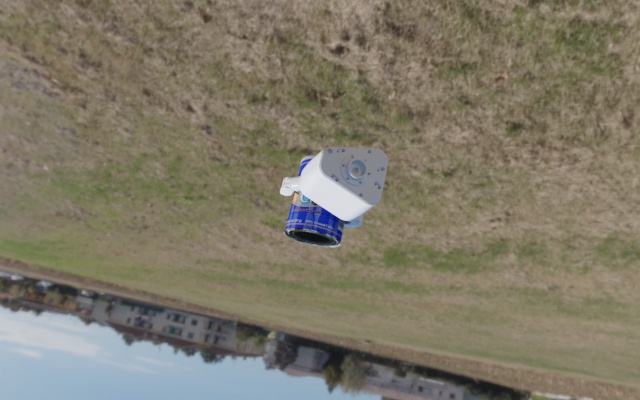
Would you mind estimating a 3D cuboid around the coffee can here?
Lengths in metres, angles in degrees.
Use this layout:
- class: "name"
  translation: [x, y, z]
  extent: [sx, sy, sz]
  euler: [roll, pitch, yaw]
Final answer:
- class: "coffee can"
  translation: [0.000, 0.003, 0.857]
  extent: [0.103, 0.140, 0.103]
  euler: [11, -17, 4]
